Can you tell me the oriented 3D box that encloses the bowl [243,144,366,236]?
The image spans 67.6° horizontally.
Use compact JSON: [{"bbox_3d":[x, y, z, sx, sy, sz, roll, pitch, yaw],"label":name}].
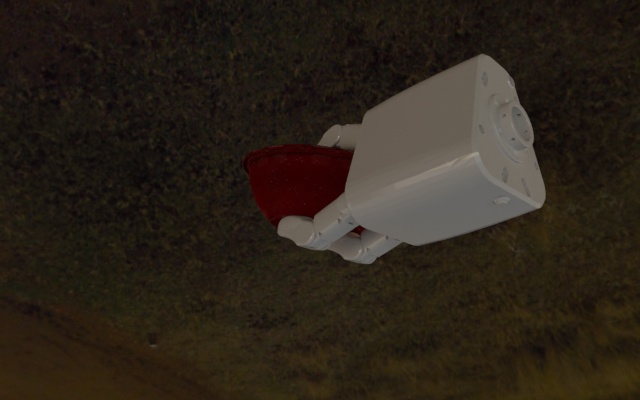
[{"bbox_3d":[-0.001,0.002,0.465,0.162,0.055,0.162,8,-15,2],"label":"bowl"}]
